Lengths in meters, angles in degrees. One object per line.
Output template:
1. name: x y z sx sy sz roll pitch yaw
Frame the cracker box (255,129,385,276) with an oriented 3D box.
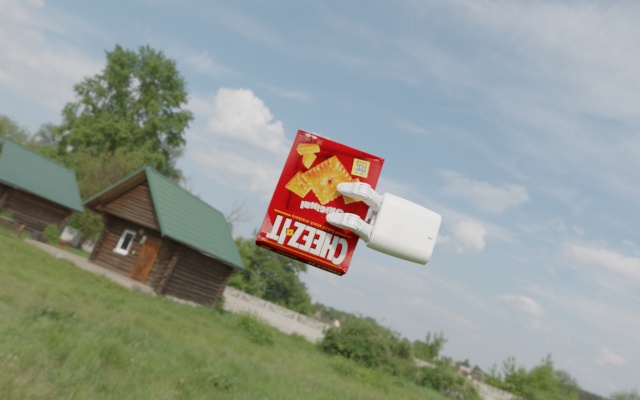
1. cracker box: 0.000 0.003 0.831 0.164 0.213 0.072 20 -13 -1
